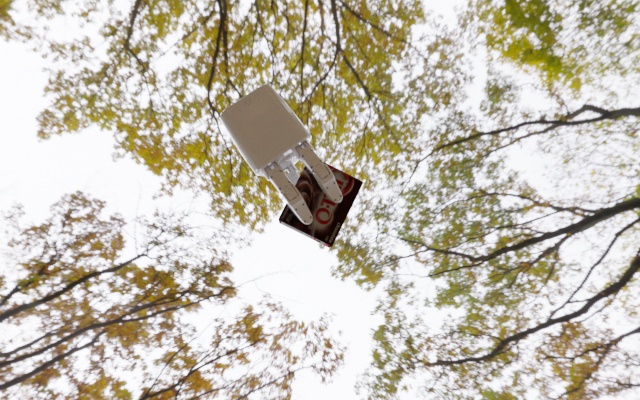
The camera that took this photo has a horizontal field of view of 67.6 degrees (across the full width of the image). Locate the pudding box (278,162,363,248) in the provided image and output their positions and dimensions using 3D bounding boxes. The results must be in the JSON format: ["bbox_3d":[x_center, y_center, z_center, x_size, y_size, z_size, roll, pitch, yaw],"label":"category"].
[{"bbox_3d":[0.000,0.002,0.720,0.090,0.113,0.039,26,-10,-1],"label":"pudding box"}]
